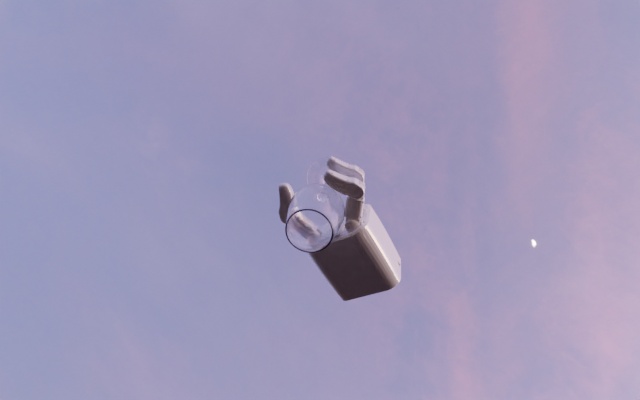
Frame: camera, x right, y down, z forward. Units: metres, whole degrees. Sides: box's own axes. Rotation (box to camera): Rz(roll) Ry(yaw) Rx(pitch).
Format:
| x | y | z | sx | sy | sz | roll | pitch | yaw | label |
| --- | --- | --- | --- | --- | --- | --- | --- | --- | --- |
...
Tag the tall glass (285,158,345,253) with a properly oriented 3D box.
| x | y | z | sx | sy | sz | roll | pitch | yaw | label |
| --- | --- | --- | --- | --- | --- | --- | --- | --- | --- |
| 0.000 | 0.002 | 0.692 | 0.079 | 0.079 | 0.201 | 0 | 22 | 9 | tall glass |
